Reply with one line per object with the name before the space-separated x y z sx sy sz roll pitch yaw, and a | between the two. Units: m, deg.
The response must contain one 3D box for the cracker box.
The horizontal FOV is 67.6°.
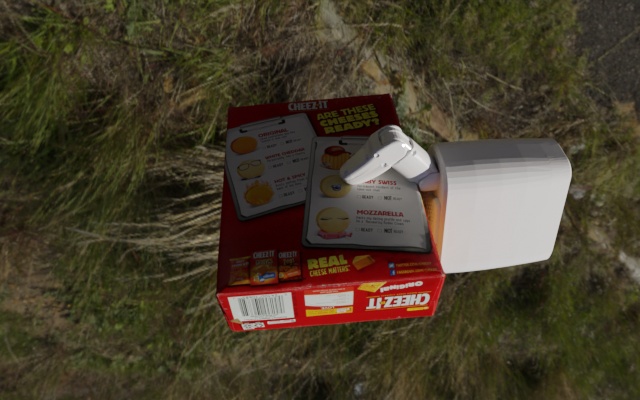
cracker box | 0.000 0.001 0.423 0.164 0.213 0.072 -5 -42 -2
